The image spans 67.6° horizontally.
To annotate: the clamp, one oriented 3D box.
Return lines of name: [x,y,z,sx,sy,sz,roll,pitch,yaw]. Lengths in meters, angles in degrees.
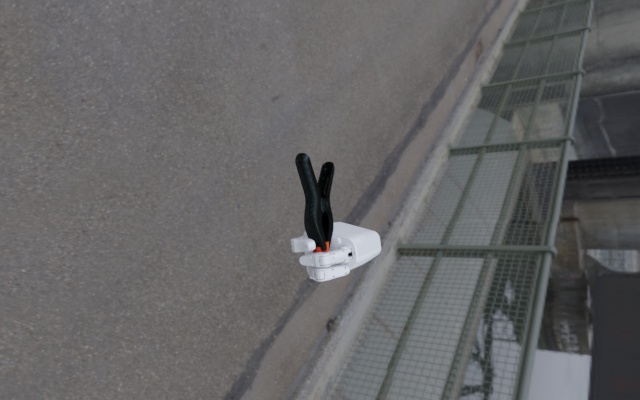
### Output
clamp: [0.001,0.003,0.828,0.039,0.171,0.120,-3,4,31]
